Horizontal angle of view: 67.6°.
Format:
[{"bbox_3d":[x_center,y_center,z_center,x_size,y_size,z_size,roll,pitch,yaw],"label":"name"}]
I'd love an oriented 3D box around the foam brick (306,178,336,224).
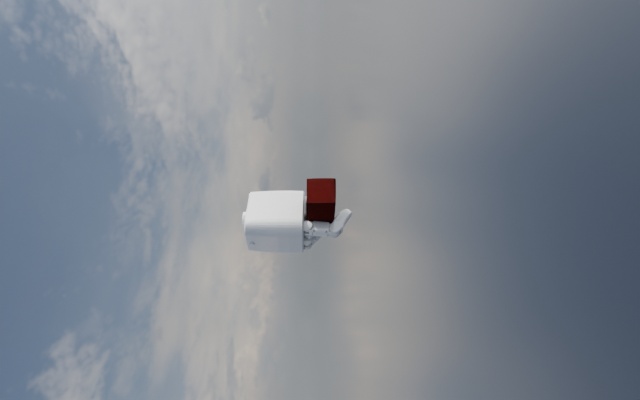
[{"bbox_3d":[0.000,0.003,0.850,0.051,0.053,0.078,1,-33,-1],"label":"foam brick"}]
